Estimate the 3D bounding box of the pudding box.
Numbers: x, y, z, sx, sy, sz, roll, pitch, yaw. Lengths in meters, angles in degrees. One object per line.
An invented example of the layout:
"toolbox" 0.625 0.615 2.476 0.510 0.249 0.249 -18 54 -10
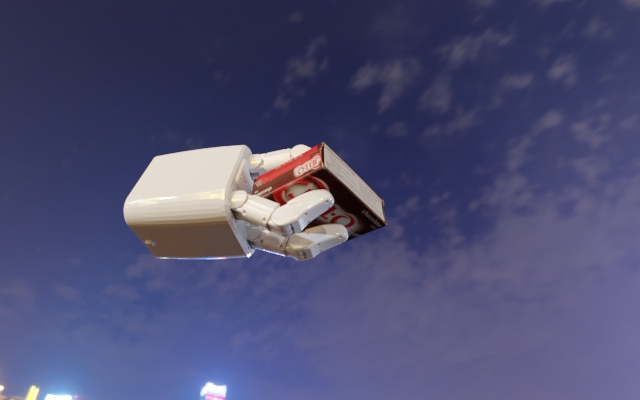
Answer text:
"pudding box" 0.000 0.001 0.484 0.090 0.039 0.113 -24 -43 29
